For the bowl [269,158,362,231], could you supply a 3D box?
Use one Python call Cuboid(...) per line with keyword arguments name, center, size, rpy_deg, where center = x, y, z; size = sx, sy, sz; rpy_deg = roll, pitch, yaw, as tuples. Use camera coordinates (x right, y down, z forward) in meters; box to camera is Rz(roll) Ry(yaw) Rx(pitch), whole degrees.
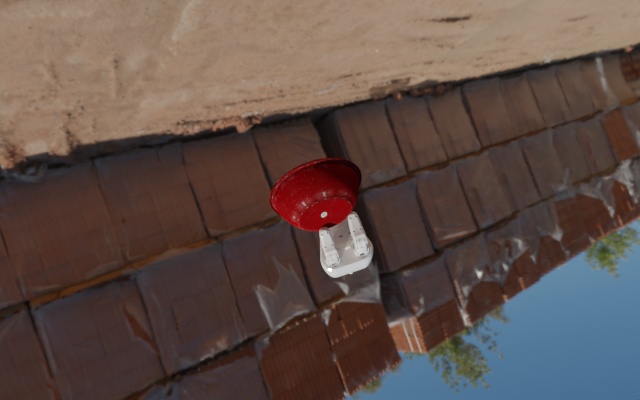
Cuboid(name="bowl", center=(0.000, 0.002, 0.785), size=(0.162, 0.055, 0.162), rpy_deg=(-14, -33, -10))
